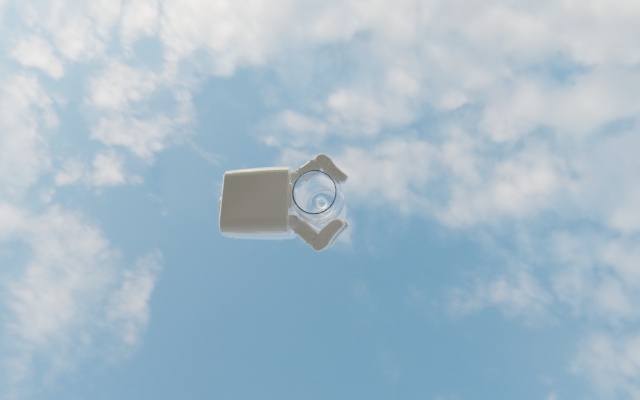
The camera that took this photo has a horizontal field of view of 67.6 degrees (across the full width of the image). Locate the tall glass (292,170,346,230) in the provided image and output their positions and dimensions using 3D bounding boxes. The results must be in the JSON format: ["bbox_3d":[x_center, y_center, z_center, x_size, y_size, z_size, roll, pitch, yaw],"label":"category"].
[{"bbox_3d":[0.000,0.002,0.750,0.079,0.079,0.201,0,-8,5],"label":"tall glass"}]
